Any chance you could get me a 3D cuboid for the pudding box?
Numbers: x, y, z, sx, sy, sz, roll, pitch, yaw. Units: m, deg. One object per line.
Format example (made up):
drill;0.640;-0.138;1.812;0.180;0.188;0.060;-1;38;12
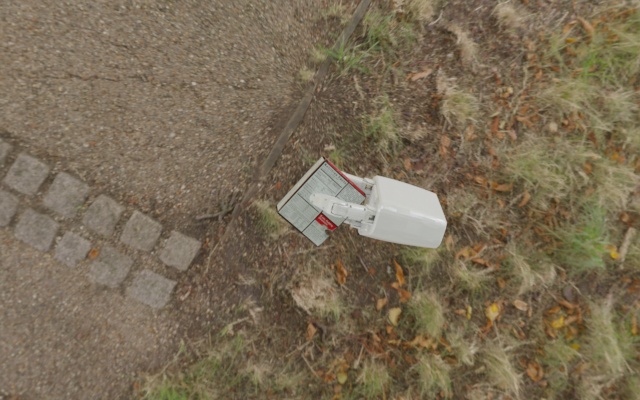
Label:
pudding box;0.000;0.002;0.732;0.090;0.113;0.039;42;6;-13
